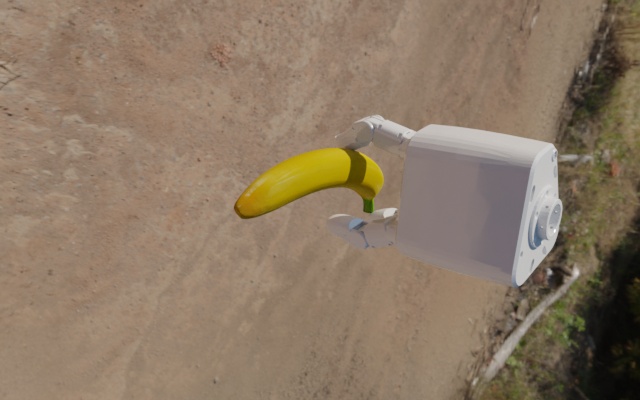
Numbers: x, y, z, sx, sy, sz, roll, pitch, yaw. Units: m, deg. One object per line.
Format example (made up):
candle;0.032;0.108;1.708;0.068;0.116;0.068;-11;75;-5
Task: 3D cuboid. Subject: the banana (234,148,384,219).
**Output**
banana;0.006;-0.017;0.452;0.037;0.069;0.198;20;13;40
